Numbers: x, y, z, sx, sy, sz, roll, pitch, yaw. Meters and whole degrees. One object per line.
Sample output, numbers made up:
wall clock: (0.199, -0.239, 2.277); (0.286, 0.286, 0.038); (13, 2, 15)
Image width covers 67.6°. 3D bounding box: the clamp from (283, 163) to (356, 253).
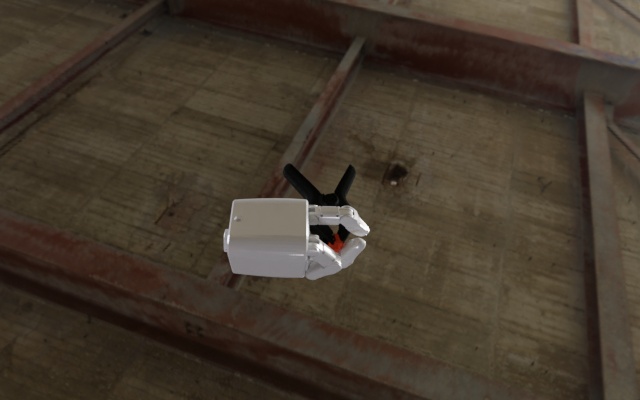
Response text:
clamp: (0.000, 0.003, 0.739); (0.120, 0.171, 0.039); (2, -43, -4)
